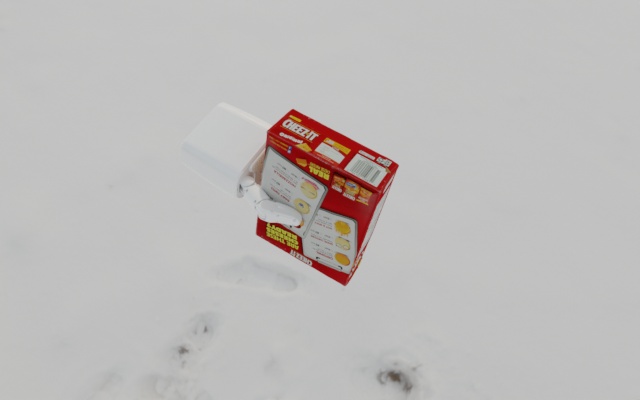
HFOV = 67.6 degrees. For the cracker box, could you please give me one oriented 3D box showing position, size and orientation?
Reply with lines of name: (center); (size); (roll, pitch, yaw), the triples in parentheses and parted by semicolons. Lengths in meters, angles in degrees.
cracker box: (0.000, 0.002, 0.666); (0.164, 0.214, 0.072); (29, 50, 13)
